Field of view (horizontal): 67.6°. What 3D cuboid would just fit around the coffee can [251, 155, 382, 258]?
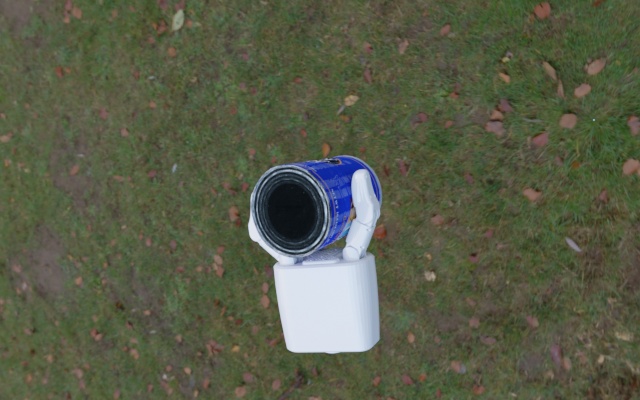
[{"bbox_3d":[0.000,0.002,0.573,0.103,0.103,0.140,0,9,30],"label":"coffee can"}]
